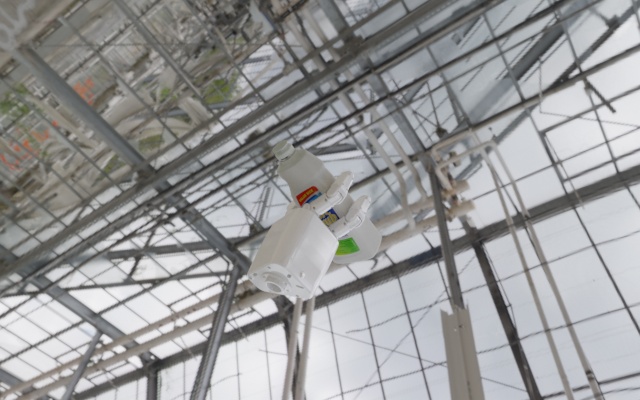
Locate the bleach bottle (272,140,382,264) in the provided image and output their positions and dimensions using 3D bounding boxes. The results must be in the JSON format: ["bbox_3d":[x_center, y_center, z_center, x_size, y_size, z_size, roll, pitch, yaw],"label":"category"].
[{"bbox_3d":[0.000,0.003,0.801,0.102,0.068,0.251,-13,-52,39],"label":"bleach bottle"}]
